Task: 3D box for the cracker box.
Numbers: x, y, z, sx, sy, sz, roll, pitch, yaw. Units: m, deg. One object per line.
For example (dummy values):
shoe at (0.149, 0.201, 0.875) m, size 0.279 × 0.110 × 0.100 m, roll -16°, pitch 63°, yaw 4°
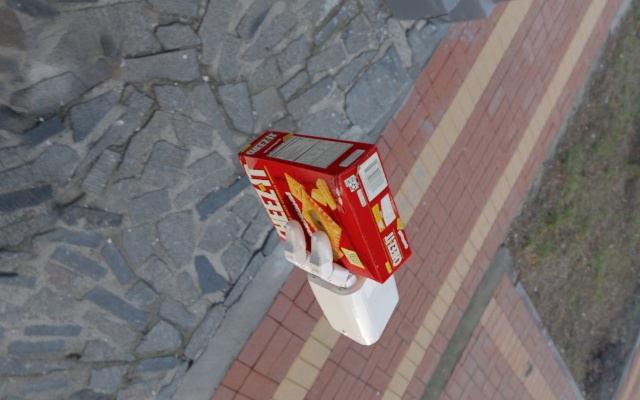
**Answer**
cracker box at (0.000, 0.002, 0.625) m, size 0.072 × 0.164 × 0.213 m, roll -40°, pitch 34°, yaw -27°
